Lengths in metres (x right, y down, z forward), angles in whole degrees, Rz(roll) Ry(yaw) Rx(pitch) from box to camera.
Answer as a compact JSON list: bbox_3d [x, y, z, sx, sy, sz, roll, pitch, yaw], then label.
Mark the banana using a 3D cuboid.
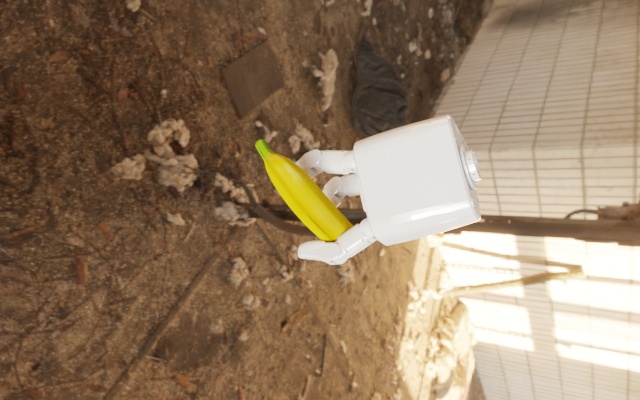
[{"bbox_3d":[0.000,0.011,0.539,0.037,0.198,0.069,-31,34,14],"label":"banana"}]
